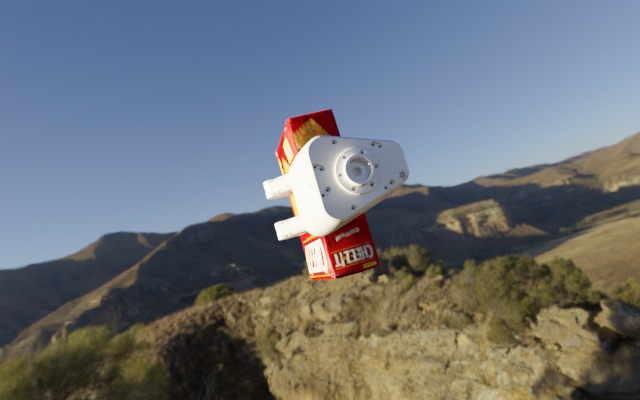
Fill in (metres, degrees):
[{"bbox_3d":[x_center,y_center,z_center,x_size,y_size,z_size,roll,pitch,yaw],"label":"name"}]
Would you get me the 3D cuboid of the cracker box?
[{"bbox_3d":[0.000,0.002,0.677,0.072,0.213,0.164,-14,-7,-13],"label":"cracker box"}]
